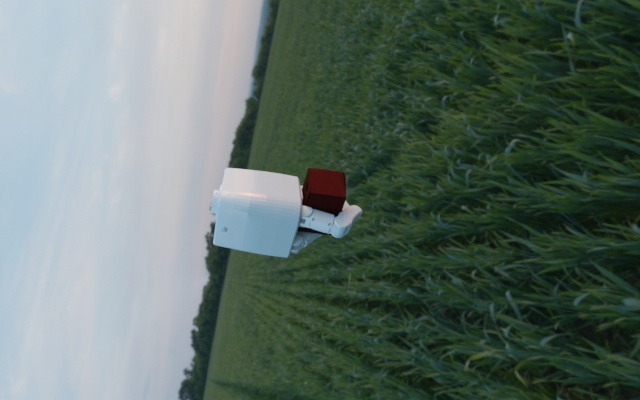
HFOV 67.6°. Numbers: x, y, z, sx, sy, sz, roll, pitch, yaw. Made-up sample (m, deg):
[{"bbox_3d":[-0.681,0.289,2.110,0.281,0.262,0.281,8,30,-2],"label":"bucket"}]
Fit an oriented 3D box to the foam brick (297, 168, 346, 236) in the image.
[{"bbox_3d":[0.000,0.002,0.658,0.051,0.078,0.053,9,42,-10],"label":"foam brick"}]
